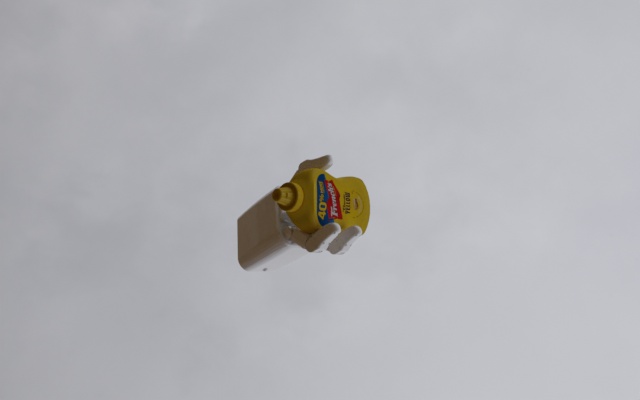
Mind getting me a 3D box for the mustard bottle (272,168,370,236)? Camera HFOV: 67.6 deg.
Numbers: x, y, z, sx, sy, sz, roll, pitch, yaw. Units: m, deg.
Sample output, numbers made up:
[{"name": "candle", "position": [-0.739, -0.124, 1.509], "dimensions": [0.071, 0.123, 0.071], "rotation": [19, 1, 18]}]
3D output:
[{"name": "mustard bottle", "position": [0.001, 0.002, 0.713], "dimensions": [0.058, 0.096, 0.191], "rotation": [-5, -9, 39]}]
